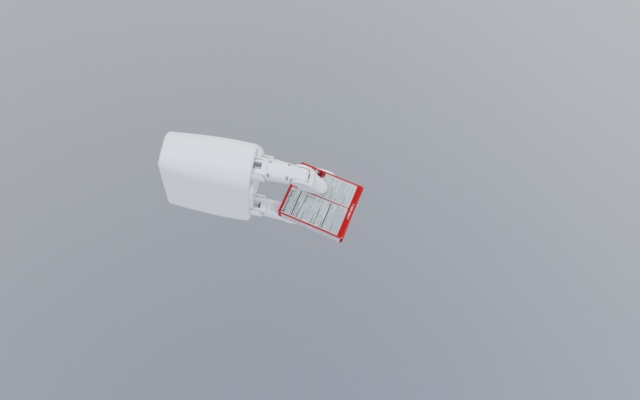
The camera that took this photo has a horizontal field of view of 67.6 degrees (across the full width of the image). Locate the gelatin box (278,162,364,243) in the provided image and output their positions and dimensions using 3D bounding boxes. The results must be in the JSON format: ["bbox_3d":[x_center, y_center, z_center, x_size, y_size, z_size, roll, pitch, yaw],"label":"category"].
[{"bbox_3d":[0.000,0.002,0.605,0.089,0.073,0.030,22,-14,5],"label":"gelatin box"}]
